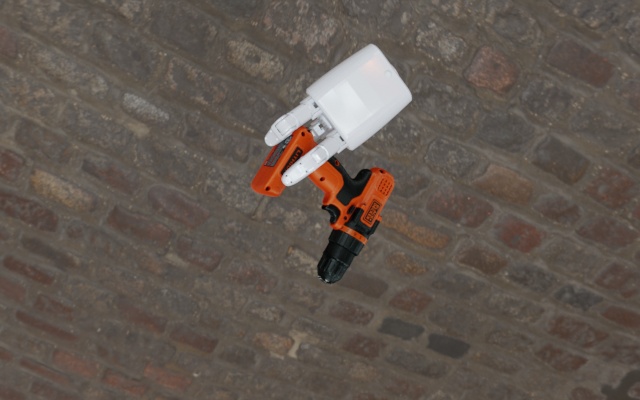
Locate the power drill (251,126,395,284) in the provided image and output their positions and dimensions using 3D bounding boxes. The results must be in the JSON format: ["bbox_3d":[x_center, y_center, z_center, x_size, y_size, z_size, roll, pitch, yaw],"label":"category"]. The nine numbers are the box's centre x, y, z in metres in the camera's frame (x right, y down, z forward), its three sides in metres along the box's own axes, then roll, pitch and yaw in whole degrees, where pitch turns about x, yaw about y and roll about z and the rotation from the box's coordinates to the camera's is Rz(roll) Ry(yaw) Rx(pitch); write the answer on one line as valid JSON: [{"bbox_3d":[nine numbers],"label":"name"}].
[{"bbox_3d":[0.000,0.002,0.658,0.188,0.184,0.057,35,-13,-29],"label":"power drill"}]
